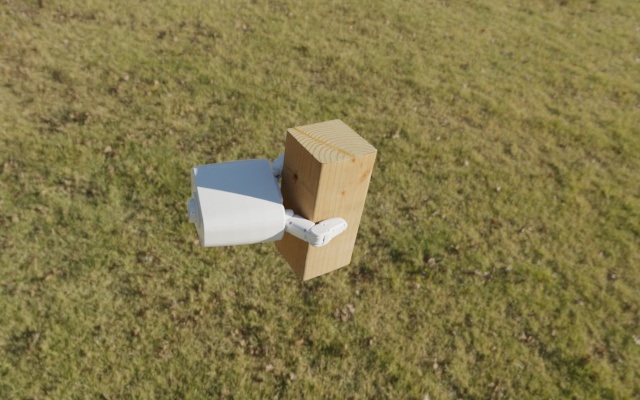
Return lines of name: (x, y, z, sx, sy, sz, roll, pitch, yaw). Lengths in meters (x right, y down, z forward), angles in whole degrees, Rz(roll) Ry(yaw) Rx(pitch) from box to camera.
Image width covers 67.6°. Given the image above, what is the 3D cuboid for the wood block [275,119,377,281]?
wood block: (0.000, 0.002, 0.681, 0.090, 0.206, 0.090, -16, 44, -30)
